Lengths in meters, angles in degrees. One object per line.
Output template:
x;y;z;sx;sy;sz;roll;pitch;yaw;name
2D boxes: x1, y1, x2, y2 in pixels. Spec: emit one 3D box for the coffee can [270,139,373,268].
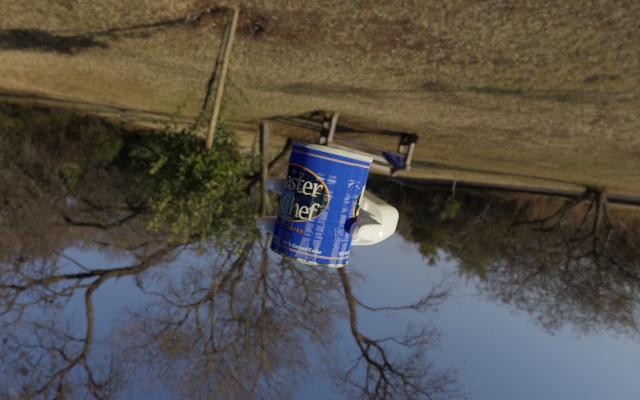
0.000;0.002;0.605;0.103;0.140;0.103;13;6;-1;coffee can
